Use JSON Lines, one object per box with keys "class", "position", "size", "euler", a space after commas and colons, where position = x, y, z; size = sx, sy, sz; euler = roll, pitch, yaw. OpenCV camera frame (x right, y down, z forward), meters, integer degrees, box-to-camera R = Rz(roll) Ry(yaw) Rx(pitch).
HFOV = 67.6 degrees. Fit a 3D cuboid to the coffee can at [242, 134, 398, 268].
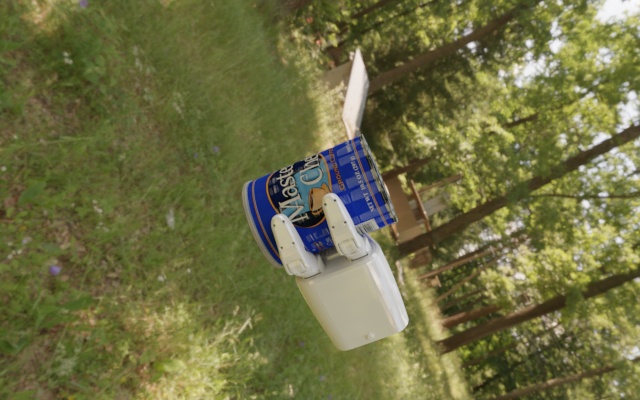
{"class": "coffee can", "position": [0.000, 0.002, 0.522], "size": [0.140, 0.103, 0.103], "euler": [-22, -4, 10]}
